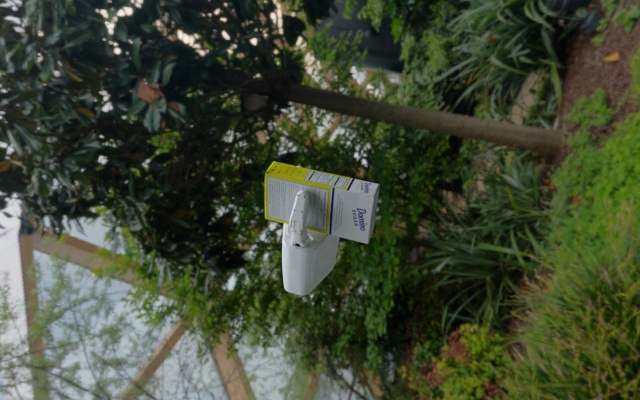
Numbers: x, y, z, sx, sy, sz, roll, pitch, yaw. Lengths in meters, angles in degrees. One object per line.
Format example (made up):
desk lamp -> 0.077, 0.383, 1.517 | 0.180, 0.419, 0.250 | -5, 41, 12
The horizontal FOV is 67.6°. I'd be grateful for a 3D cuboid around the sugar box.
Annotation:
sugar box -> 0.000, 0.002, 0.753 | 0.176, 0.093, 0.048 | 12, 36, 11
